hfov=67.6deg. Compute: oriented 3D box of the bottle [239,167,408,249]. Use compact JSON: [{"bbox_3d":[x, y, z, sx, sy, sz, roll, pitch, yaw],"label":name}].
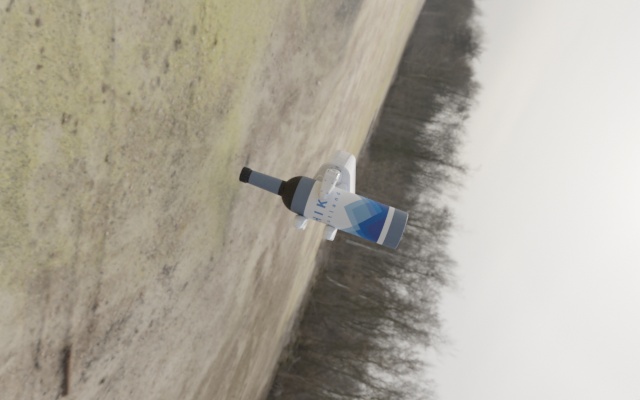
[{"bbox_3d":[0.000,0.003,0.826,0.295,0.069,0.069,20,2,4],"label":"bottle"}]
